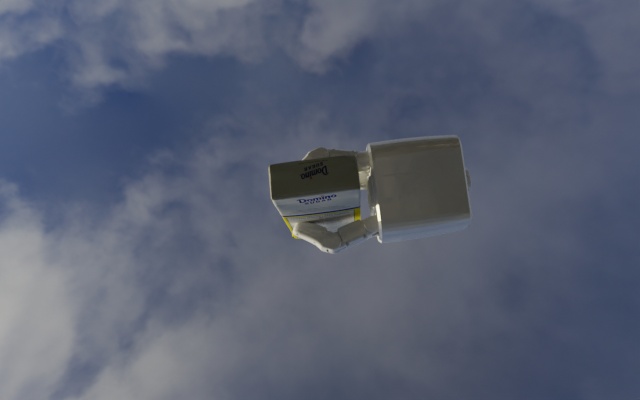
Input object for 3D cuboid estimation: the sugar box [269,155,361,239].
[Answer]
[{"bbox_3d":[0.000,0.001,0.563,0.093,0.048,0.176,-7,-20,2],"label":"sugar box"}]
